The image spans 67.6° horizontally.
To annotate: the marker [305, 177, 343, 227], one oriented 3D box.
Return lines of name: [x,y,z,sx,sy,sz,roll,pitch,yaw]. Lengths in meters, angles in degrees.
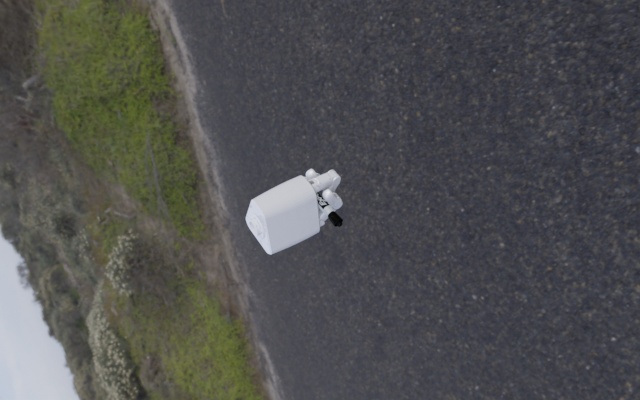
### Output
marker: [0.000,0.003,0.854,0.020,0.020,0.121,0,42,-50]
